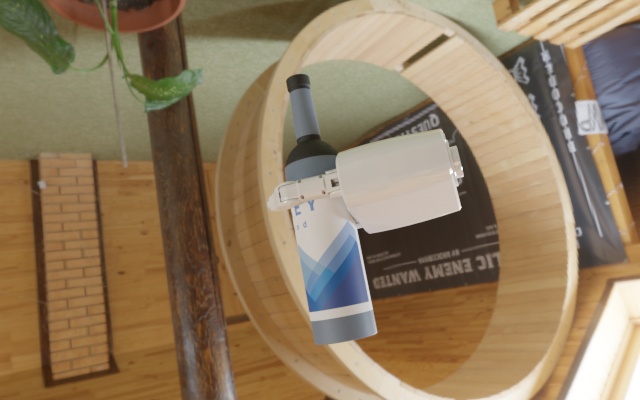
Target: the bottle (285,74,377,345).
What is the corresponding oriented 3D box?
[{"bbox_3d":[0.000,0.002,0.525,0.069,0.295,0.069,-10,-10,-2],"label":"bottle"}]
